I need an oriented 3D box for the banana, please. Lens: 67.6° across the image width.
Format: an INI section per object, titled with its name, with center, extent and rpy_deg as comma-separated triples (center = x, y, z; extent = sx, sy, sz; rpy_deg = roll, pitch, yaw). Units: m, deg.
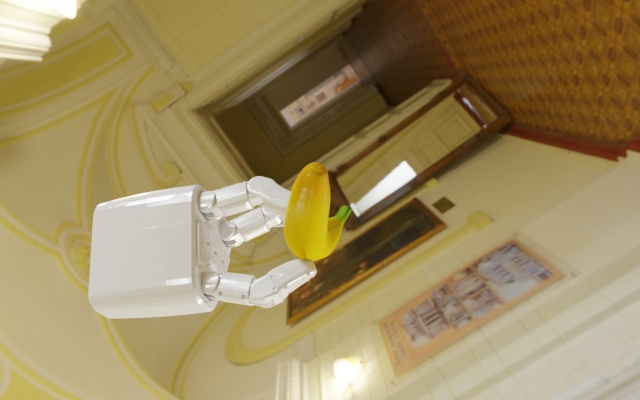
[banana]
center = -0.005, 0.019, 0.419
extent = 0.037, 0.069, 0.198
rpy_deg = 18, -6, 10
